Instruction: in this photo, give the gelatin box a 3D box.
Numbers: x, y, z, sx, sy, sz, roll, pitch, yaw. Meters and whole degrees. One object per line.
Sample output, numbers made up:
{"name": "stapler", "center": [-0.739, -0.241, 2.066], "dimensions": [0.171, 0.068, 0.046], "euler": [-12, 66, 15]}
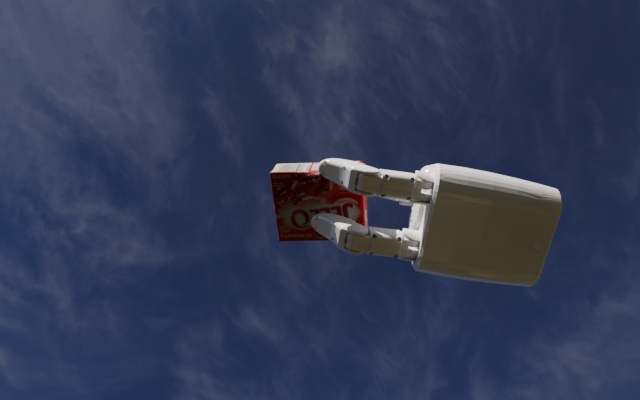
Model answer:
{"name": "gelatin box", "center": [0.000, 0.001, 0.463], "dimensions": [0.089, 0.073, 0.030], "euler": [-1, 22, 11]}
